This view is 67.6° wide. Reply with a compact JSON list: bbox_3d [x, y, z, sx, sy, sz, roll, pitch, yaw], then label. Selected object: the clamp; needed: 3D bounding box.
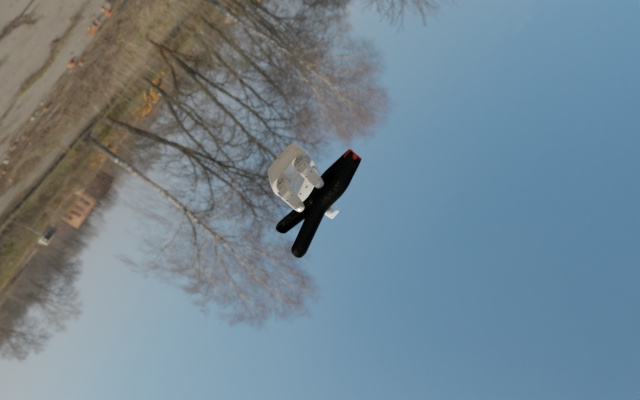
[{"bbox_3d":[0.001,0.003,0.839,0.036,0.210,0.164,38,7,-21],"label":"clamp"}]
